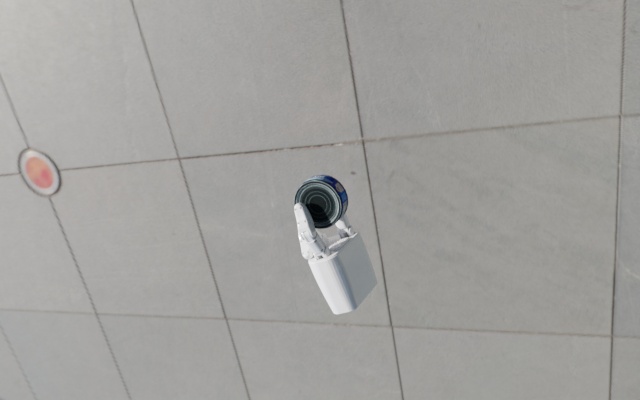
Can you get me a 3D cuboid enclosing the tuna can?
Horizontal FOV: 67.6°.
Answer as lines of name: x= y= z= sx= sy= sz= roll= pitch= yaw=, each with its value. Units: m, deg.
tuna can: x=0.000 y=0.003 z=0.783 sx=0.086 sy=0.086 sz=0.033 roll=0 pitch=17 yaw=21
